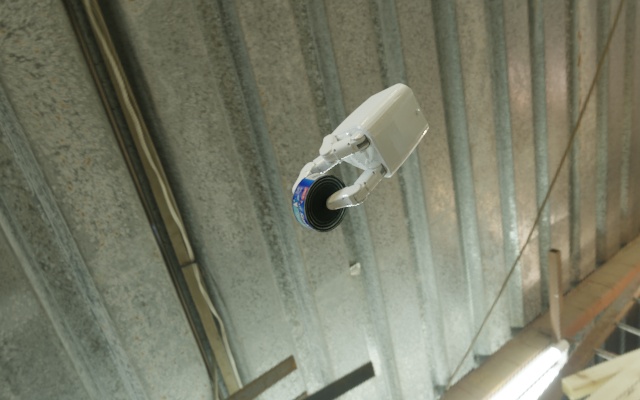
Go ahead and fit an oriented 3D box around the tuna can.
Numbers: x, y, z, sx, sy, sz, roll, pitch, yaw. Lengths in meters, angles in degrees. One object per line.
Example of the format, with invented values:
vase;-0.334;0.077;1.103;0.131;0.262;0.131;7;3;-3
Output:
tuna can;0.000;0.002;0.711;0.086;0.086;0.033;0;9;-41
